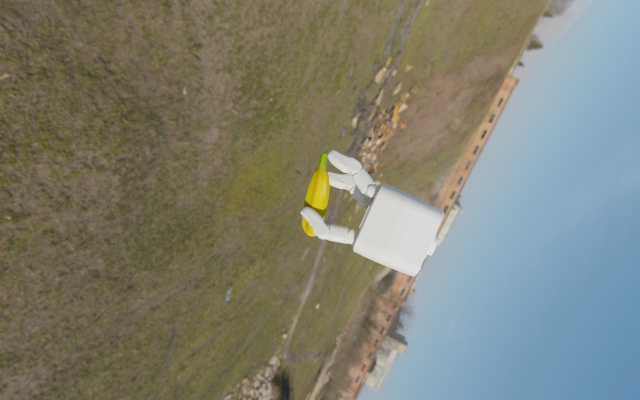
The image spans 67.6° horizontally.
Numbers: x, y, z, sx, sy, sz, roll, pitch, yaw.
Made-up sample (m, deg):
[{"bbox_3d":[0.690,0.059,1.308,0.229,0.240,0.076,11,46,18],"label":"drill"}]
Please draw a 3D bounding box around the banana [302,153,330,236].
[{"bbox_3d":[-0.006,0.013,0.814,0.037,0.069,0.198,21,-41,8],"label":"banana"}]
